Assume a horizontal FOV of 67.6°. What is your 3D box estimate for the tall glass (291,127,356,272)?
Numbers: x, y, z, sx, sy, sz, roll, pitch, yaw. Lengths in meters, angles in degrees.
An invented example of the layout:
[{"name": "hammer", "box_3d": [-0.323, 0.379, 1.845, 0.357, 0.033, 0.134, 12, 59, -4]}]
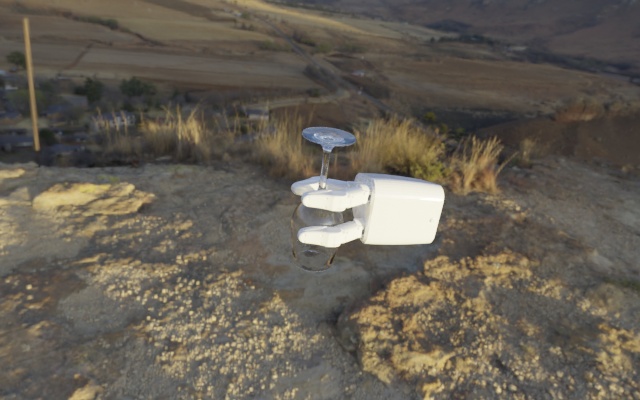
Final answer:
[{"name": "tall glass", "box_3d": [0.000, 0.002, 0.684, 0.079, 0.201, 0.079, 7, 25, -3]}]
